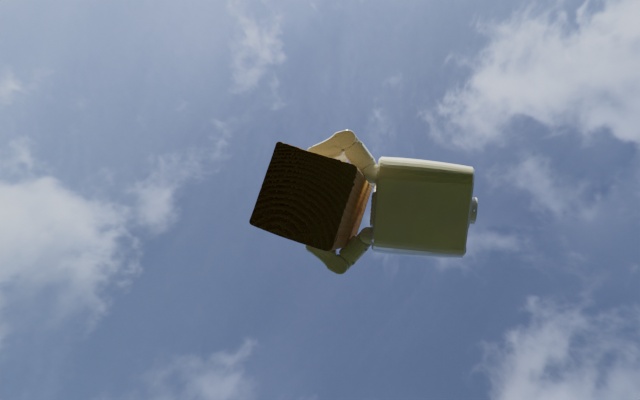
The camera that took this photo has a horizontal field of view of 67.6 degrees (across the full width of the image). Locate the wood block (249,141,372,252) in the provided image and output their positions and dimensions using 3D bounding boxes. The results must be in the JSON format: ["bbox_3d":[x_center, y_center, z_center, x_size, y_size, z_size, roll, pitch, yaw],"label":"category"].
[{"bbox_3d":[0.000,0.002,0.568,0.090,0.091,0.206,18,-1,11],"label":"wood block"}]
